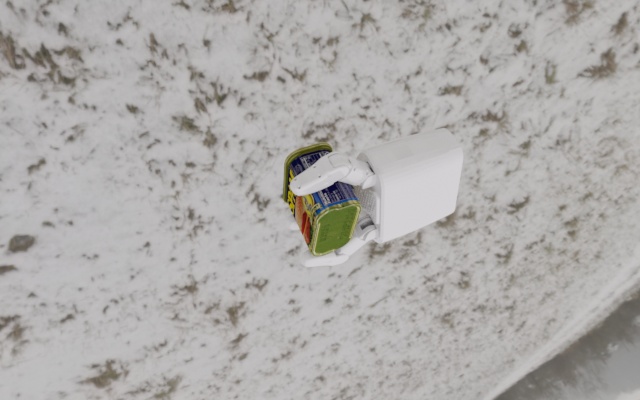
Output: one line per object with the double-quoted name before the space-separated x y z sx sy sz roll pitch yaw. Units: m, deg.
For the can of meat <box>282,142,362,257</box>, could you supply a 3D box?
"can of meat" 0.000 0.002 0.531 0.057 0.084 0.102 -17 -30 -18
